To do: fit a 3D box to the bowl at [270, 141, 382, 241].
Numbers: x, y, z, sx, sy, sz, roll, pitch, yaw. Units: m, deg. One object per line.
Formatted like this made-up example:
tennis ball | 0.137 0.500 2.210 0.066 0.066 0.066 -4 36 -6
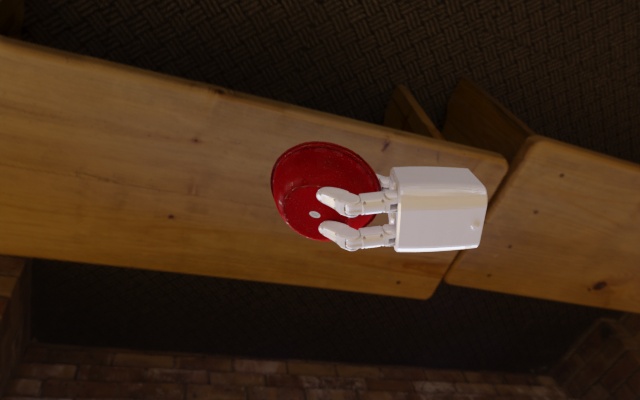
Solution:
bowl | -0.001 0.003 0.653 0.162 0.162 0.055 0 36 17
